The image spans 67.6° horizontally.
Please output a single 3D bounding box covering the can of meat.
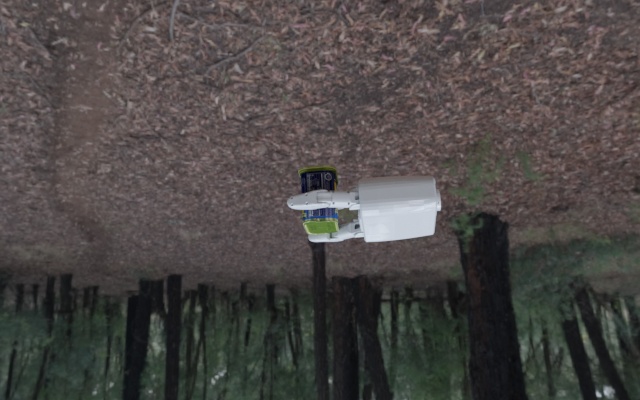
[{"bbox_3d":[0.000,0.003,0.728,0.057,0.084,0.102,-4,-15,3],"label":"can of meat"}]
